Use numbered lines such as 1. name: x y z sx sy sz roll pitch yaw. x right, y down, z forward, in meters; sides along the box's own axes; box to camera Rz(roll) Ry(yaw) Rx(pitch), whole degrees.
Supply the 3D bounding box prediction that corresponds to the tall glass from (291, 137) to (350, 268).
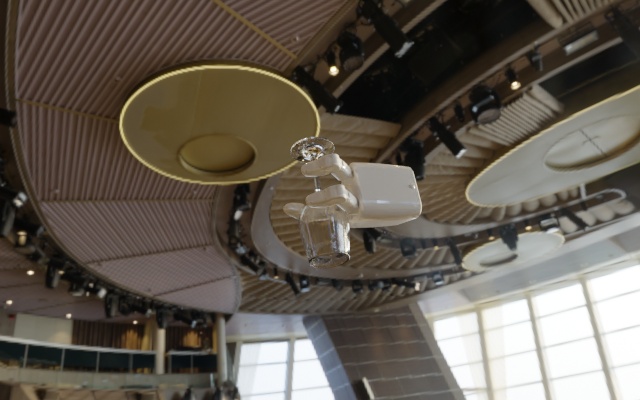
1. tall glass: 0.000 0.002 0.755 0.079 0.201 0.079 -7 -27 -3
